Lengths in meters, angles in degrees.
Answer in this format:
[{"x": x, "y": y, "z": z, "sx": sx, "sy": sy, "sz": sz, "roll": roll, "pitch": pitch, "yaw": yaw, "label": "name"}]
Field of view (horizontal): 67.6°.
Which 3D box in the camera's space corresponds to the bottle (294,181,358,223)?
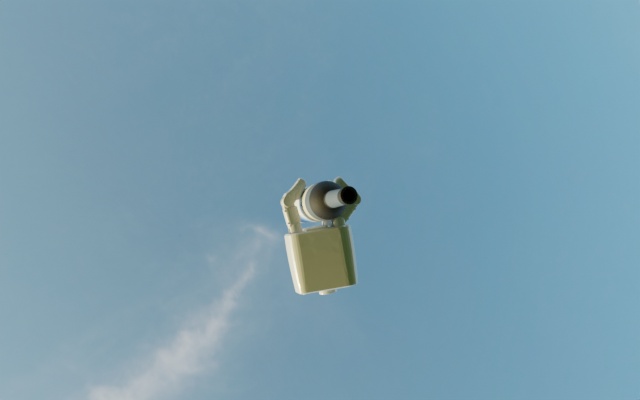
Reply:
[{"x": 0.000, "y": 0.003, "z": 0.831, "sx": 0.069, "sy": 0.069, "sz": 0.296, "roll": 0, "pitch": -4, "yaw": -16, "label": "bottle"}]
